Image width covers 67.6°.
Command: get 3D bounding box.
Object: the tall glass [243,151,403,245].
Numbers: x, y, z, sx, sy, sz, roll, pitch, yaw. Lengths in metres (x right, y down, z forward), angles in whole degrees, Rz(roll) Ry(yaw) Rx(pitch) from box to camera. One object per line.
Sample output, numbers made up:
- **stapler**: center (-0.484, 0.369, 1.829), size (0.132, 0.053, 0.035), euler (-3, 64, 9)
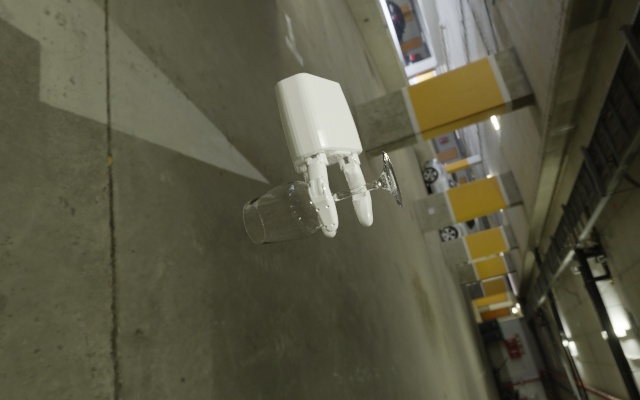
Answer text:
- **tall glass**: center (0.001, 0.002, 0.627), size (0.201, 0.079, 0.079), euler (-18, -5, 15)
